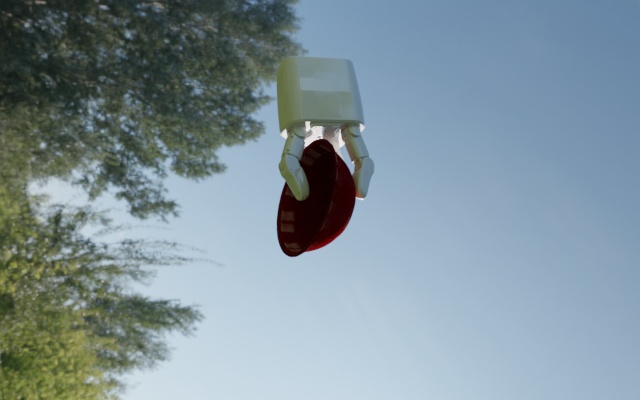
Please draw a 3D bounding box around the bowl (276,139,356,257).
[{"bbox_3d":[0.000,0.004,0.641,0.055,0.162,0.162,17,-8,-26],"label":"bowl"}]
